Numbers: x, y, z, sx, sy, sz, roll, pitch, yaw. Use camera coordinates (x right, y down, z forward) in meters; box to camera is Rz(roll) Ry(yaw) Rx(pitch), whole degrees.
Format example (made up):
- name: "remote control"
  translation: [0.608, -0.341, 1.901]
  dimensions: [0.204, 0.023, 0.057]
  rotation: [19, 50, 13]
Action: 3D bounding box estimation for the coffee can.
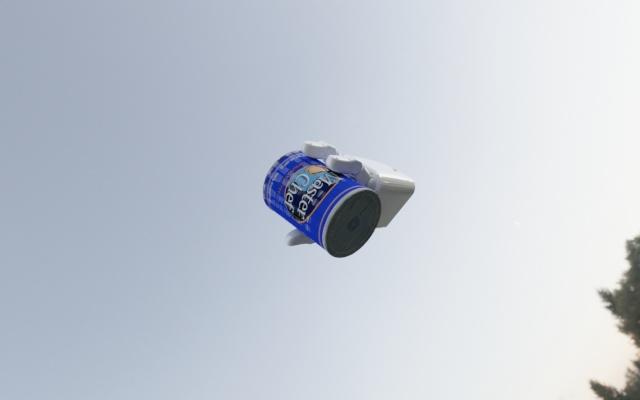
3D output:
- name: "coffee can"
  translation: [0.000, 0.002, 0.673]
  dimensions: [0.103, 0.103, 0.140]
  rotation: [0, 25, -46]
